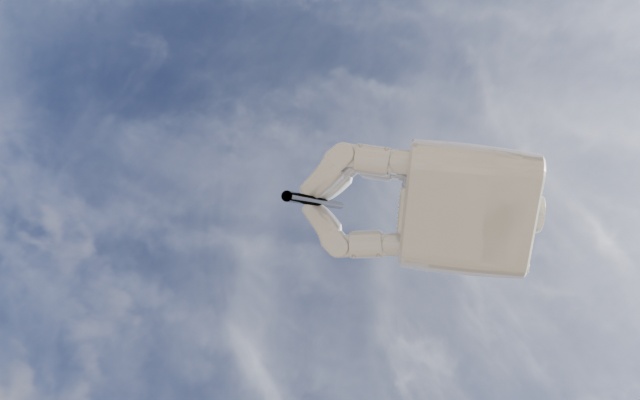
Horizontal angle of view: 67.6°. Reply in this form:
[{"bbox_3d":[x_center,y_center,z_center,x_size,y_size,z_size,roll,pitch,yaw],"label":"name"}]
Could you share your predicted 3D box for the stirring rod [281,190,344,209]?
[{"bbox_3d":[0.000,0.002,0.449,0.011,0.011,0.239,0,-2,11],"label":"stirring rod"}]
